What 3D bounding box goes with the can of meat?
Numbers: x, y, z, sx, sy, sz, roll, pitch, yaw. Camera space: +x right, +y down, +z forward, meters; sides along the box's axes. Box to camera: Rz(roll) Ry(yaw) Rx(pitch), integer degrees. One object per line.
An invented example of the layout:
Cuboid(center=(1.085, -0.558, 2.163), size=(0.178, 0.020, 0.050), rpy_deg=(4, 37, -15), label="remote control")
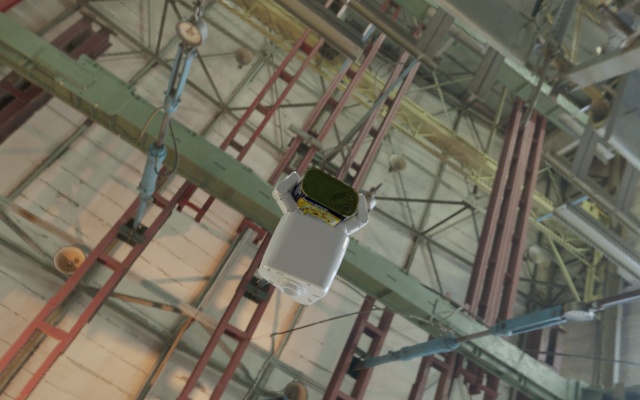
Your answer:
Cuboid(center=(0.000, 0.003, 0.808), size=(0.102, 0.057, 0.084), rpy_deg=(29, -34, -12), label="can of meat")
